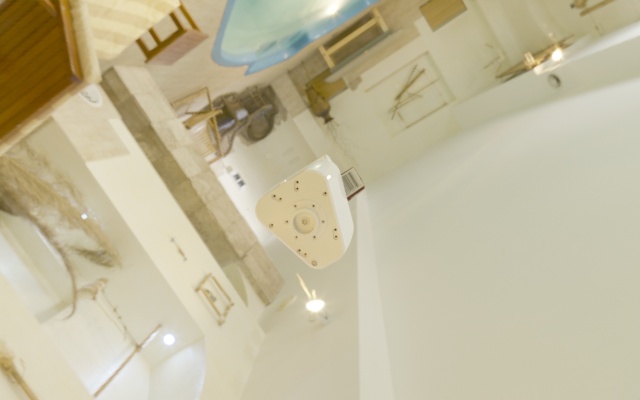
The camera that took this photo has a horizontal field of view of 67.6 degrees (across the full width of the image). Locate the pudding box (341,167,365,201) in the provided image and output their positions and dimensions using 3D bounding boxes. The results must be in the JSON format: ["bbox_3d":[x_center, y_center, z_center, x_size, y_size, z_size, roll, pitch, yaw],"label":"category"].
[{"bbox_3d":[0.000,0.002,0.692,0.113,0.039,0.090,-32,1,-17],"label":"pudding box"}]
